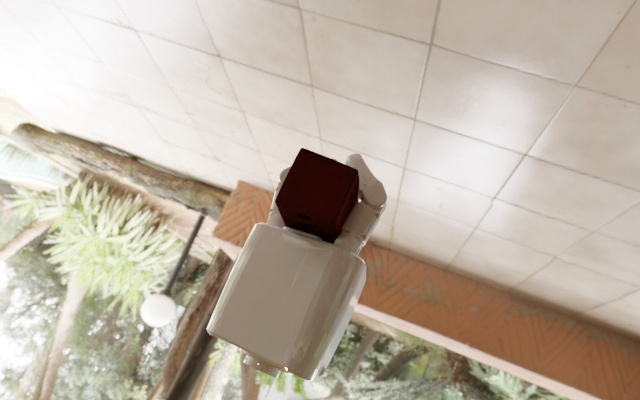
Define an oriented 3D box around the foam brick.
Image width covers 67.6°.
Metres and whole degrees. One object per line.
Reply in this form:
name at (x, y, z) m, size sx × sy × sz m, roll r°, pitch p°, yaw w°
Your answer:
foam brick at (0.000, 0.001, 0.411) m, size 0.053 × 0.051 × 0.078 m, roll 22°, pitch -18°, yaw 13°
